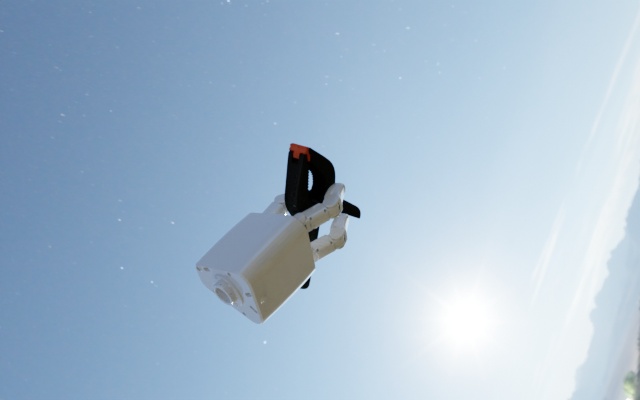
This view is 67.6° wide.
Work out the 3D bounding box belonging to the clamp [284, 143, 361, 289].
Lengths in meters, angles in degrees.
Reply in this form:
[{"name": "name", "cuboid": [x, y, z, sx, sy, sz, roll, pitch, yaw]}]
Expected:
[{"name": "clamp", "cuboid": [-0.001, 0.002, 0.669, 0.036, 0.210, 0.164, 17, 45, 31]}]
